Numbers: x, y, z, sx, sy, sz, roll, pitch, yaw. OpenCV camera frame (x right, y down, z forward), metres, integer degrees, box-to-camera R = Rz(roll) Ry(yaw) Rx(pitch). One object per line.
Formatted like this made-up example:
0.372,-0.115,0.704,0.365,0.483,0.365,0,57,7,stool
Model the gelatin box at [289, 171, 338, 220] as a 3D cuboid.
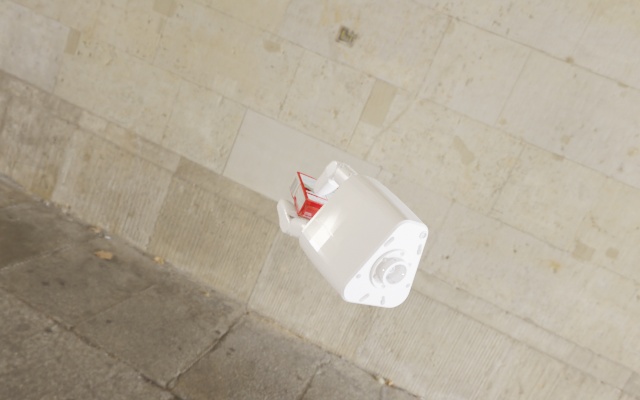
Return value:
0.000,0.002,0.650,0.073,0.030,0.089,21,22,-22,gelatin box
